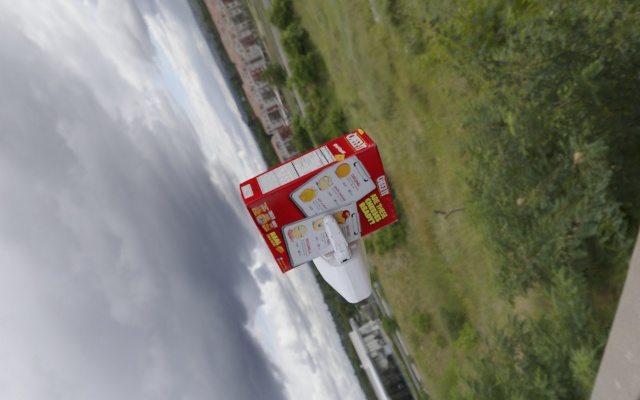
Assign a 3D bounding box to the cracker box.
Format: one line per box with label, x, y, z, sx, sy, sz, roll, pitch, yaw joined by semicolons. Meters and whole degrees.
cracker box;0.000;0.003;0.764;0.213;0.164;0.072;-25;40;-4
